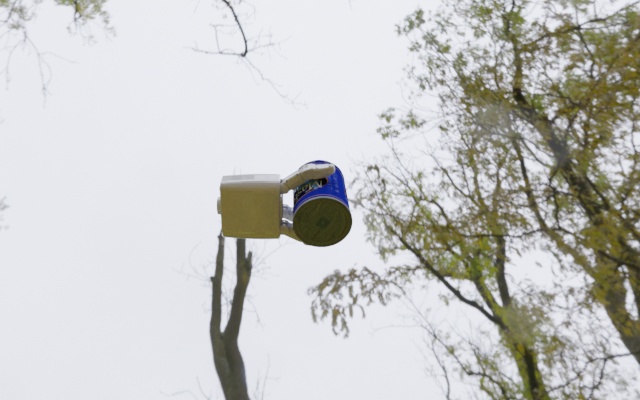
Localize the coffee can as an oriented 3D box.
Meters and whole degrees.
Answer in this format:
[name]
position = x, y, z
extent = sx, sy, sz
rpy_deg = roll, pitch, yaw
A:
[coffee can]
position = 0.000, 0.003, 0.872
extent = 0.103, 0.103, 0.140
rpy_deg = 0, 32, -4
